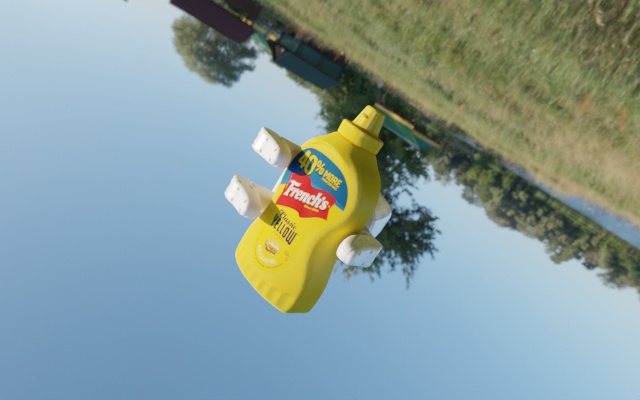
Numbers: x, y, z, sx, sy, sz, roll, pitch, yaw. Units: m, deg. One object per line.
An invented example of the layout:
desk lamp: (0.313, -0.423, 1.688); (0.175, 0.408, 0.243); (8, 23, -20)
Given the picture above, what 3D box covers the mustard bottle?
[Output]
mustard bottle: (0.000, 0.002, 0.434); (0.058, 0.192, 0.096); (17, 20, -49)
